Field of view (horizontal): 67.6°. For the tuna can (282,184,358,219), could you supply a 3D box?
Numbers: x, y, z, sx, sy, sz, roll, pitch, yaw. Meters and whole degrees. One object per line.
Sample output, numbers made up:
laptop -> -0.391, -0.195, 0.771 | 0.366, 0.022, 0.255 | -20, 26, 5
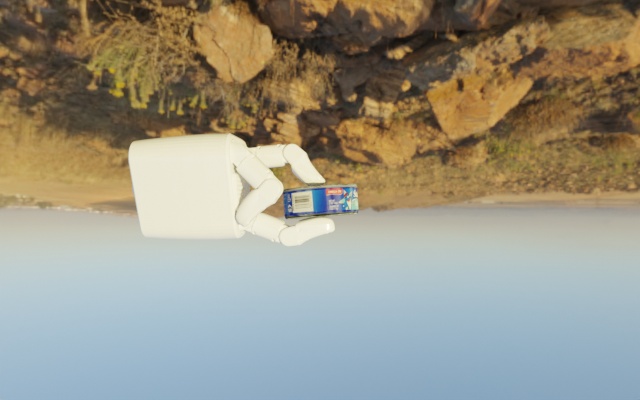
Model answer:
tuna can -> 0.000, 0.002, 0.543 | 0.086, 0.034, 0.086 | -4, -2, 0
